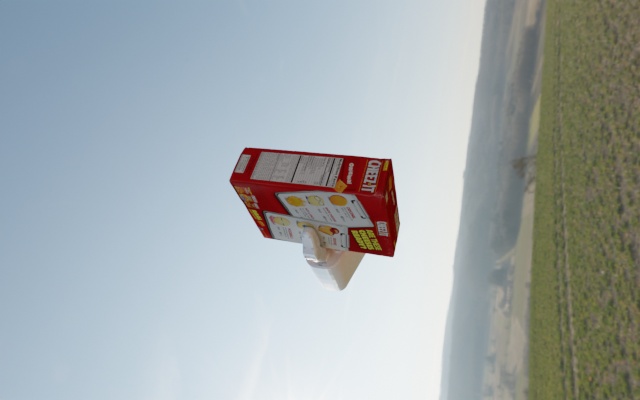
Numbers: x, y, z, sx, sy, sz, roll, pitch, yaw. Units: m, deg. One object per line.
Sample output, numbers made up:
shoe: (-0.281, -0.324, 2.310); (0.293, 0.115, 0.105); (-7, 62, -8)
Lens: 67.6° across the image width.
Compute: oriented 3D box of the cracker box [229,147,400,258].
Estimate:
cracker box: (0.000, 0.002, 0.687); (0.213, 0.072, 0.164); (6, -31, 18)
